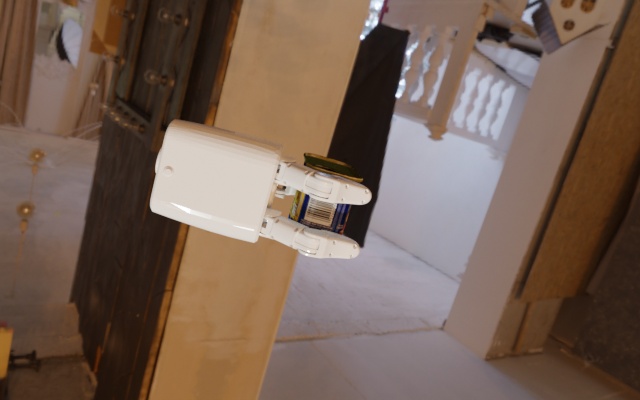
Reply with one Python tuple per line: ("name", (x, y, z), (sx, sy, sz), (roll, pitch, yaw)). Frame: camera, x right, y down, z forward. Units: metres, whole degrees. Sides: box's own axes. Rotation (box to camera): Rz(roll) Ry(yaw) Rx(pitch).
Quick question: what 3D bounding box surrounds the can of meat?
("can of meat", (0.000, 0.002, 0.503), (0.057, 0.084, 0.102), (15, 12, -8))
